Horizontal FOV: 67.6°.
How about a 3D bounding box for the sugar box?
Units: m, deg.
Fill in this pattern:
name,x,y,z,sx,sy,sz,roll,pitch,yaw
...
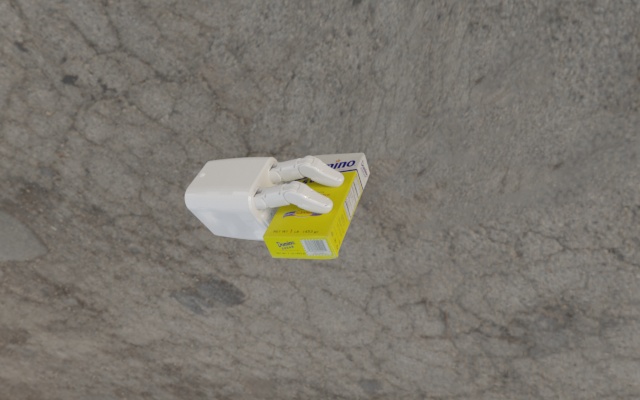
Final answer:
name,x,y,z,sx,sy,sz,roll,pitch,yaw
sugar box,0.000,0.002,0.646,0.093,0.048,0.176,-2,42,24
